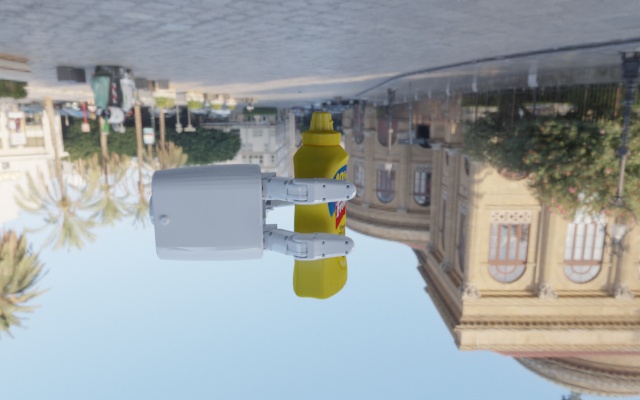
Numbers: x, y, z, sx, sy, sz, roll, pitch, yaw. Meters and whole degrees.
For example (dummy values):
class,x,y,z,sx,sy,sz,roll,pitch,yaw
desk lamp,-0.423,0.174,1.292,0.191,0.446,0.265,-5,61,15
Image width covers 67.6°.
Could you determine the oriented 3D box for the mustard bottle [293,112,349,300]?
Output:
class,x,y,z,sx,sy,sz,roll,pitch,yaw
mustard bottle,0.000,0.002,0.517,0.058,0.192,0.096,3,12,16
